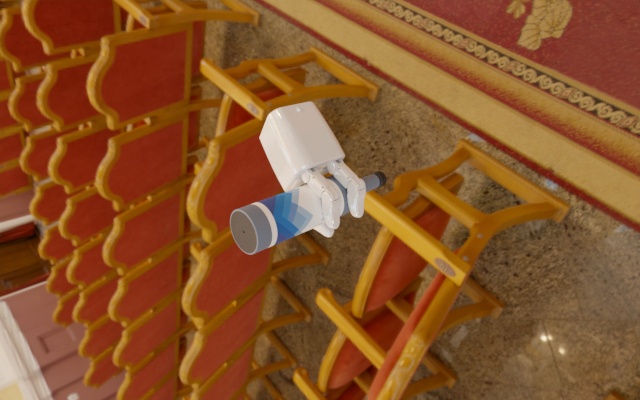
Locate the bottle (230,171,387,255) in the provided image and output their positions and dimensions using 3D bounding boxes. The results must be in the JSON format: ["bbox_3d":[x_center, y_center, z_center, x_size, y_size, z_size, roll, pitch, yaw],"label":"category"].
[{"bbox_3d":[0.000,0.003,0.750,0.295,0.069,0.069,-21,14,-39],"label":"bottle"}]
